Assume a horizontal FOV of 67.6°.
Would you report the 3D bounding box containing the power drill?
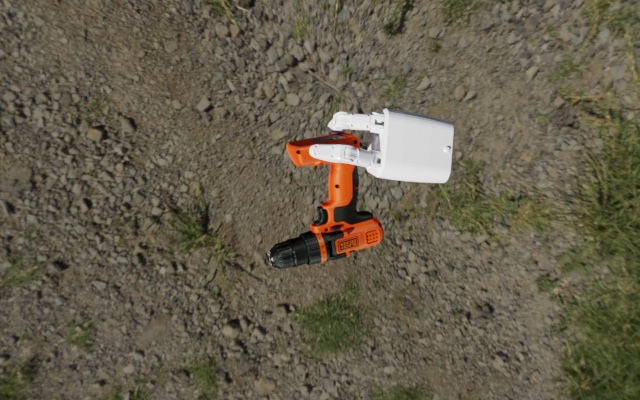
[{"bbox_3d":[0.000,0.002,0.707,0.184,0.188,0.057,-14,21,-18],"label":"power drill"}]
